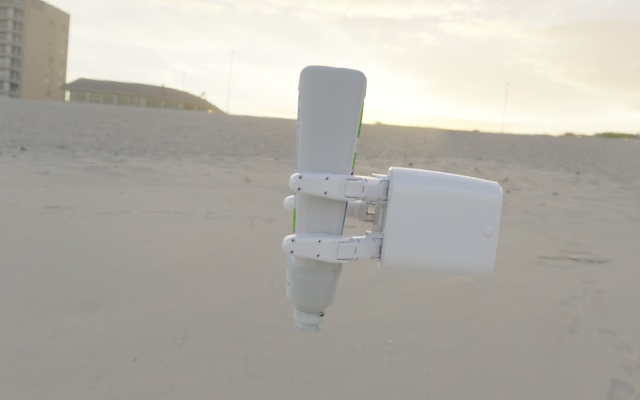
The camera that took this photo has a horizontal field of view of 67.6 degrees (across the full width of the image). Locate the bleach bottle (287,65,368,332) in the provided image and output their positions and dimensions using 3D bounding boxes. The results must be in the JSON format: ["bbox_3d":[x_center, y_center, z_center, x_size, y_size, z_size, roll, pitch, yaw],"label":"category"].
[{"bbox_3d":[0.000,0.002,0.477,0.068,0.251,0.102,6,4,0],"label":"bleach bottle"}]
